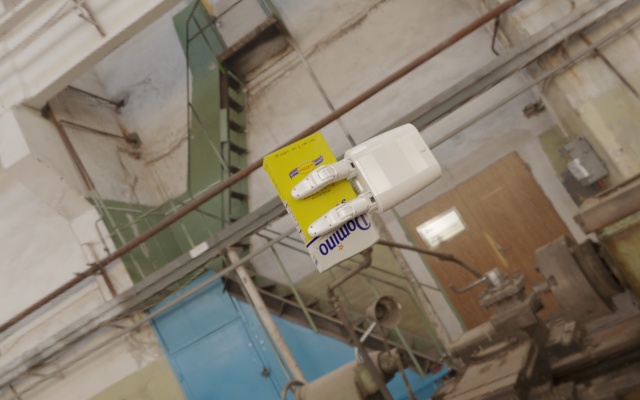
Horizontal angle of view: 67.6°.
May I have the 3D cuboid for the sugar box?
[{"bbox_3d":[0.000,0.002,0.664,0.093,0.176,0.048,-28,-11,-13],"label":"sugar box"}]
